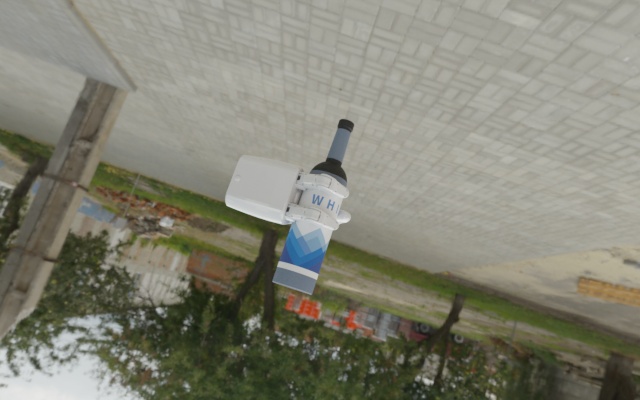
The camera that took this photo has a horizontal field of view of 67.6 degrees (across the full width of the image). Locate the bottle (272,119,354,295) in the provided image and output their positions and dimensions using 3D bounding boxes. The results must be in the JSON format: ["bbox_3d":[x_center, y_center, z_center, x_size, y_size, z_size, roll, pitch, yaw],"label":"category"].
[{"bbox_3d":[0.000,0.003,0.787,0.069,0.295,0.069,17,-12,4],"label":"bottle"}]
